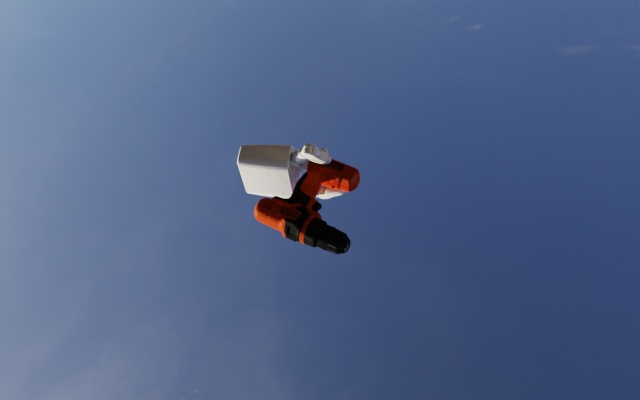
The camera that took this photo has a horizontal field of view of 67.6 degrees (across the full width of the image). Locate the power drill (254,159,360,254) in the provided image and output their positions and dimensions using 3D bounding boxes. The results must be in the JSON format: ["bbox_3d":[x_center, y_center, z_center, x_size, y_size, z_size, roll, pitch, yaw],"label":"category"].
[{"bbox_3d":[0.000,0.003,0.872,0.184,0.057,0.187,24,48,17],"label":"power drill"}]
